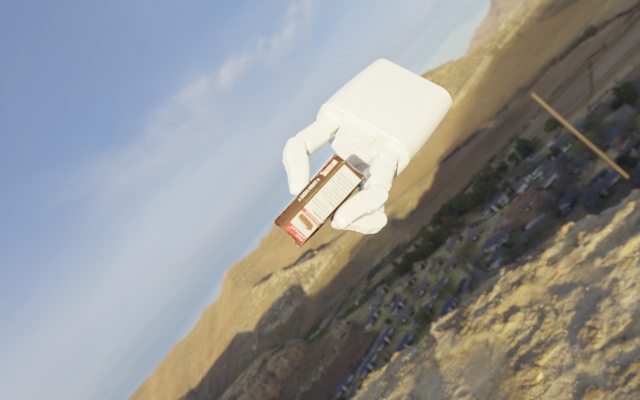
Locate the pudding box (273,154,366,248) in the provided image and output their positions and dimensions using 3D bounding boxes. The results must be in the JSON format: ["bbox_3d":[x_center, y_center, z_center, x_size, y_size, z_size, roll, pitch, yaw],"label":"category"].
[{"bbox_3d":[0.000,0.001,0.485,0.039,0.090,0.113,42,0,4],"label":"pudding box"}]
